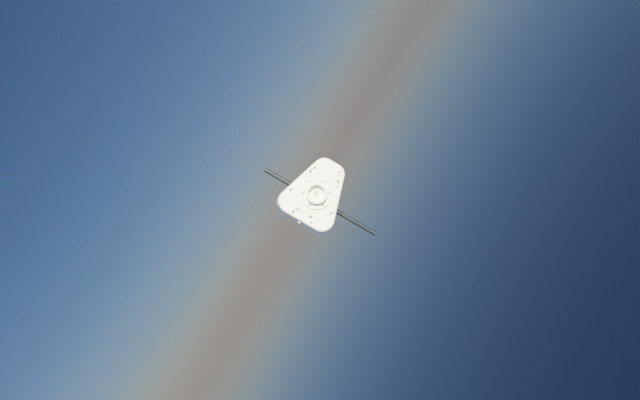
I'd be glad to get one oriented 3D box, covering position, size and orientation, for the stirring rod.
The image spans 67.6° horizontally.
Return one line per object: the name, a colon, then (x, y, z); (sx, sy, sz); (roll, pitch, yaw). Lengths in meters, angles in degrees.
stirring rod: (0.000, 0.003, 0.897); (0.239, 0.011, 0.011); (30, -1, -2)
